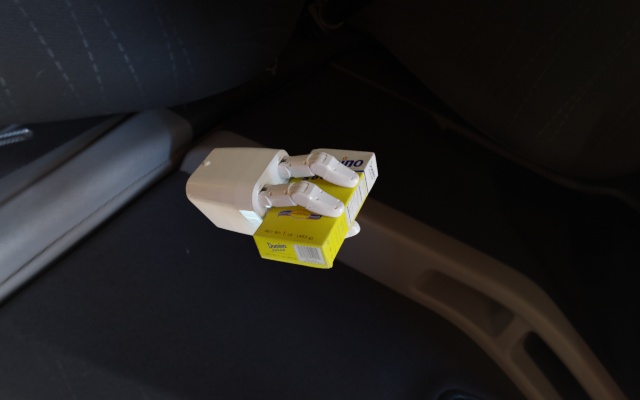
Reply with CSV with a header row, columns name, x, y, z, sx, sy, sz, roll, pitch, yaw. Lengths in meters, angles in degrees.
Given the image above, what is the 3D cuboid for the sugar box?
name,x,y,z,sx,sy,sz,roll,pitch,yaw
sugar box,0.000,0.002,0.594,0.093,0.048,0.176,7,45,24
